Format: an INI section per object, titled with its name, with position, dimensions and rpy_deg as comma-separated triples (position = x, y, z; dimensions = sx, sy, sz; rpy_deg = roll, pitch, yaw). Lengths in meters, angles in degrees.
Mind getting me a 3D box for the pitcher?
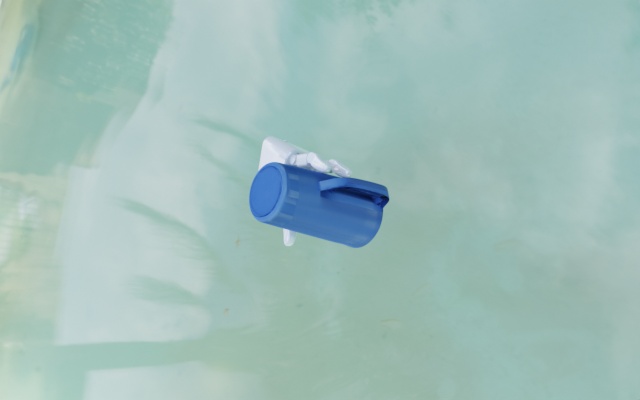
[pitcher]
position = 0.000, 0.003, 0.885
dimensions = 0.243, 0.149, 0.145
rpy_deg = 15, 13, -41
